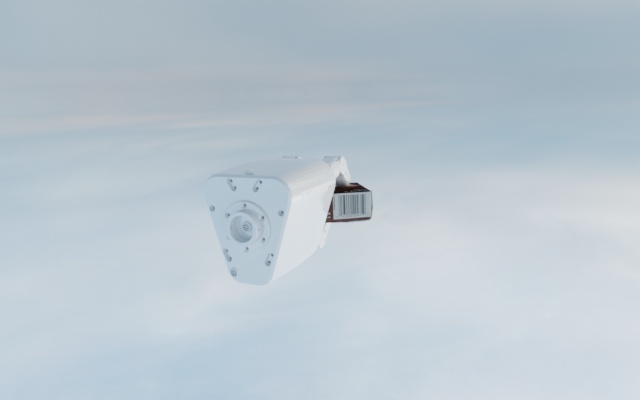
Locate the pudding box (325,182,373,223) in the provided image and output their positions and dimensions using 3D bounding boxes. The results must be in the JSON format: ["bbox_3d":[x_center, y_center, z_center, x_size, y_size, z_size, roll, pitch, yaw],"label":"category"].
[{"bbox_3d":[0.000,0.002,0.587,0.113,0.039,0.090,-2,10,-6],"label":"pudding box"}]
